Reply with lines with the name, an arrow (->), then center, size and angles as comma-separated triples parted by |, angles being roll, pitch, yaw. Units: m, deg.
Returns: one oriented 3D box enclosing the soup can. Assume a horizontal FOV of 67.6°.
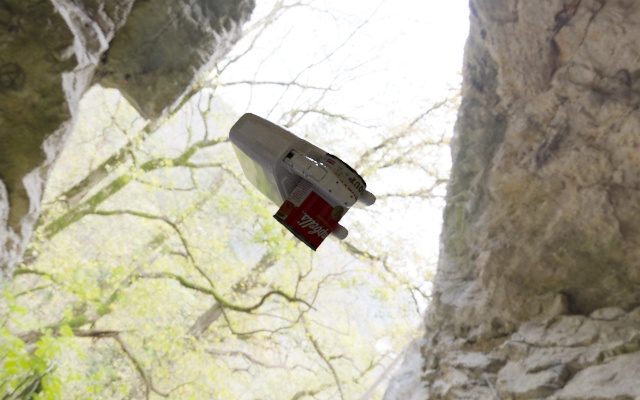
soup can -> 0.001, 0.002, 0.577 | 0.068, 0.102, 0.068 | 39, -7, 6
